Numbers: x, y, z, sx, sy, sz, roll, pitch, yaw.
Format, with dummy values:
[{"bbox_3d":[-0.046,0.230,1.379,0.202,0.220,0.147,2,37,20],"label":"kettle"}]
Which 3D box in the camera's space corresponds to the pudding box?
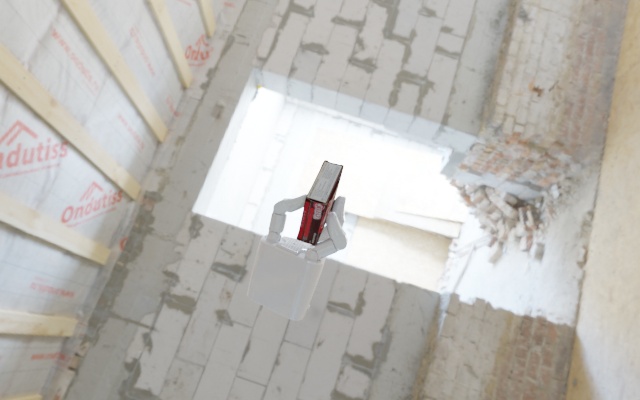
[{"bbox_3d":[0.000,0.002,0.761,0.039,0.090,0.113,18,39,3],"label":"pudding box"}]
